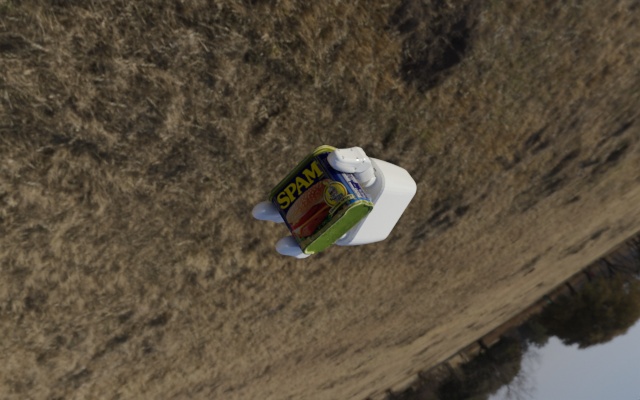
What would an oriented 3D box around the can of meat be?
[{"bbox_3d":[0.000,0.002,0.556,0.102,0.084,0.057,-42,-24,22],"label":"can of meat"}]
